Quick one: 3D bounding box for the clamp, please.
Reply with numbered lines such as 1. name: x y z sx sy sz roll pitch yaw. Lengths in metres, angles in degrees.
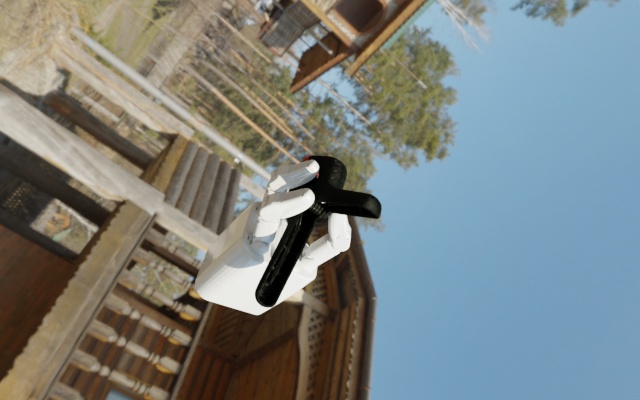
1. clamp: 0.001 0.002 0.527 0.036 0.209 0.164 39 -60 -22
